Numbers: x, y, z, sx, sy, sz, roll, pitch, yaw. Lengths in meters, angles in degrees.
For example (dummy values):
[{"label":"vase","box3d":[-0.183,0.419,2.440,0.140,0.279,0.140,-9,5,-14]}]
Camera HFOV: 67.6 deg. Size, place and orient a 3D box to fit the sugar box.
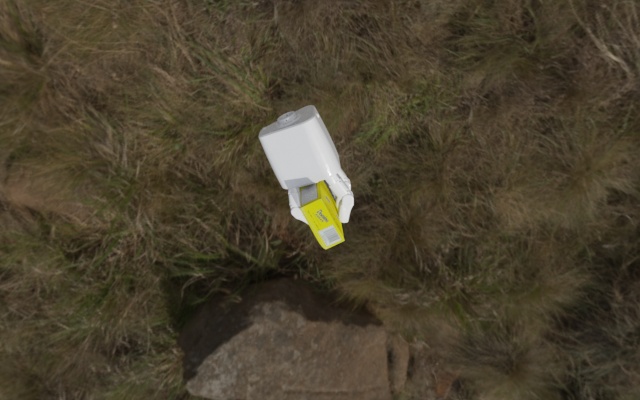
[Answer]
[{"label":"sugar box","box3d":[0.001,0.003,0.864,0.048,0.093,0.176,-24,25,11]}]
